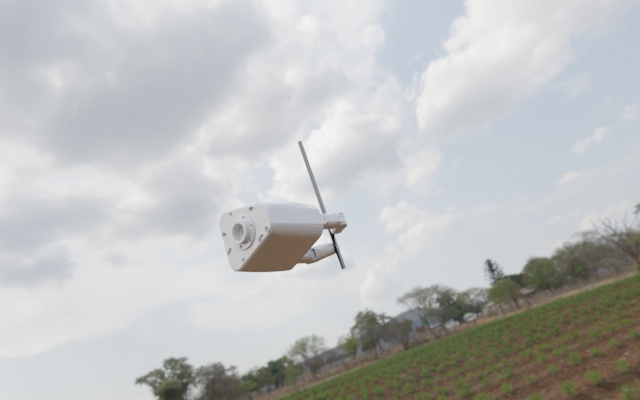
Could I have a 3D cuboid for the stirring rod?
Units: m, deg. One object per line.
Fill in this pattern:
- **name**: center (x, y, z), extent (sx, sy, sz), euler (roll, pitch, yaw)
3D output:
- **stirring rod**: center (0.000, 0.003, 0.810), extent (0.011, 0.239, 0.011), euler (-17, -19, -6)
